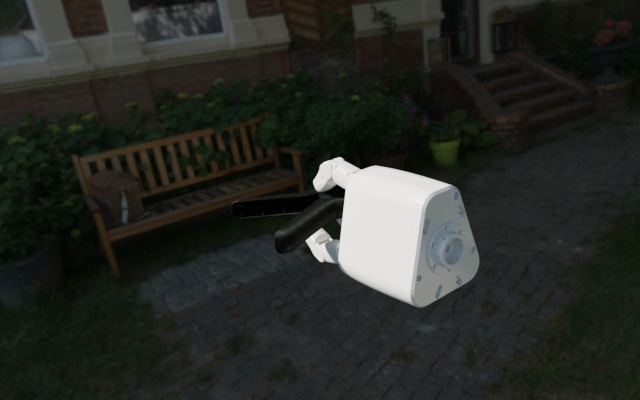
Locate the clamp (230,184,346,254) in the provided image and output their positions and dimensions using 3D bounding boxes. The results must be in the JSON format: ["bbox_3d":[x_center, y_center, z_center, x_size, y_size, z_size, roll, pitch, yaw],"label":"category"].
[{"bbox_3d":[0.001,0.001,0.584,0.210,0.036,0.164,-20,21,-30],"label":"clamp"}]
